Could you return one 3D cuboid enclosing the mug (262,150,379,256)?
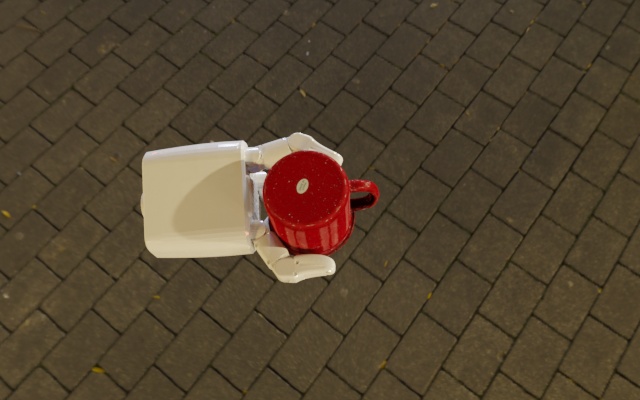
[{"bbox_3d":[0.002,0.001,0.473,0.117,0.093,0.081,-7,-22,1],"label":"mug"}]
